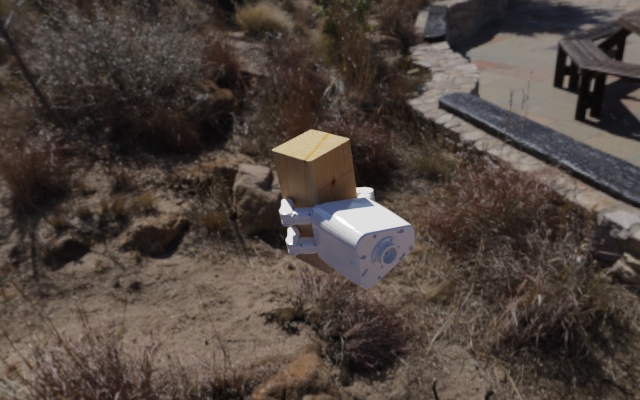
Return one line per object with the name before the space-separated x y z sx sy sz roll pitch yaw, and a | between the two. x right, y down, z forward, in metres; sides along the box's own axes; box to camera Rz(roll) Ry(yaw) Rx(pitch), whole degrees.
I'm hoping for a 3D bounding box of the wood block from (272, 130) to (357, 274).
wood block | 0.001 0.002 0.778 0.090 0.206 0.090 20 41 41
